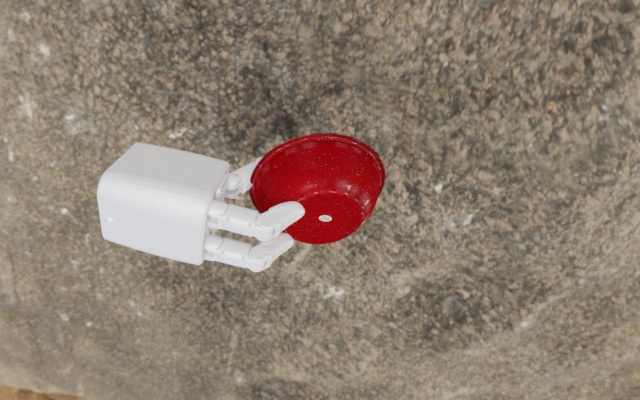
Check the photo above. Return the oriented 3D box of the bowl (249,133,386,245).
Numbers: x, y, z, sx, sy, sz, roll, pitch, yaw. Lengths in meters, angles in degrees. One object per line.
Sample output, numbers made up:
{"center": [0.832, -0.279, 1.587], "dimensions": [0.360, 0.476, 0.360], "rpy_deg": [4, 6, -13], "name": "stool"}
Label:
{"center": [0.001, 0.002, 0.546], "dimensions": [0.162, 0.055, 0.162], "rpy_deg": [-6, -42, -5], "name": "bowl"}
